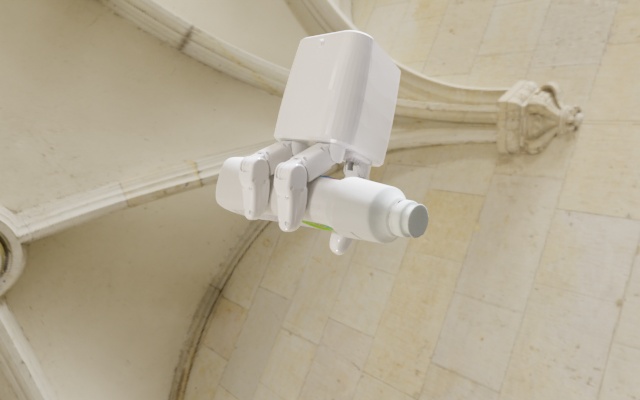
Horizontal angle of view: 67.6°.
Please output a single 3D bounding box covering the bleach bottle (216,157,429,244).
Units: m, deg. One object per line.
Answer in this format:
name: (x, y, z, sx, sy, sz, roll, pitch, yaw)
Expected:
bleach bottle: (0.000, 0.002, 0.481, 0.102, 0.068, 0.251, 15, -2, -44)
